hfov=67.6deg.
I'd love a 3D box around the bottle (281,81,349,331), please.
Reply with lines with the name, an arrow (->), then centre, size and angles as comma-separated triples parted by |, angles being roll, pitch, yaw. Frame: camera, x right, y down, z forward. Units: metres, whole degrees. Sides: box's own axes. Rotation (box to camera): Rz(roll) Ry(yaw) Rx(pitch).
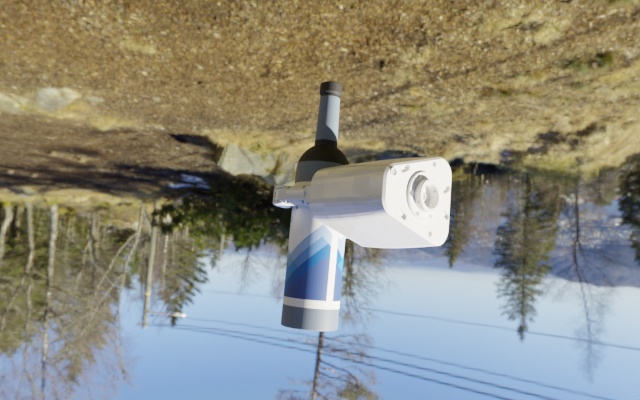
bottle -> 0.000, 0.002, 0.575 | 0.069, 0.295, 0.069 | 5, -7, 1
